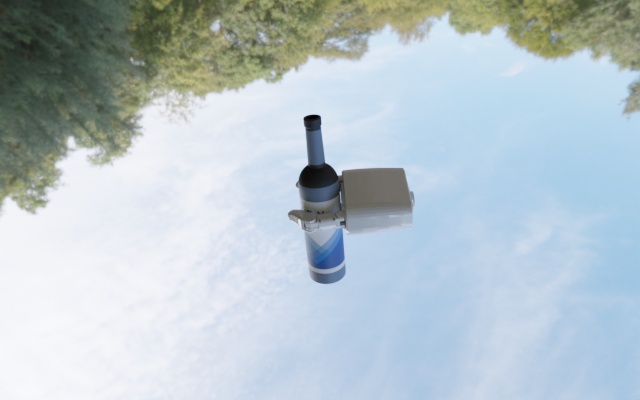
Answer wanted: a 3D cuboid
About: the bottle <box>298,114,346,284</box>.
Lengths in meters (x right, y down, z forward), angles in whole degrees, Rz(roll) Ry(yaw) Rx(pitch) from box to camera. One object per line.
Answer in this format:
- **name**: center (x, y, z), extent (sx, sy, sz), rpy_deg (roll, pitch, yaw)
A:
- **bottle**: center (0.000, 0.003, 0.786), extent (0.069, 0.296, 0.069), rpy_deg (-4, 30, 2)
